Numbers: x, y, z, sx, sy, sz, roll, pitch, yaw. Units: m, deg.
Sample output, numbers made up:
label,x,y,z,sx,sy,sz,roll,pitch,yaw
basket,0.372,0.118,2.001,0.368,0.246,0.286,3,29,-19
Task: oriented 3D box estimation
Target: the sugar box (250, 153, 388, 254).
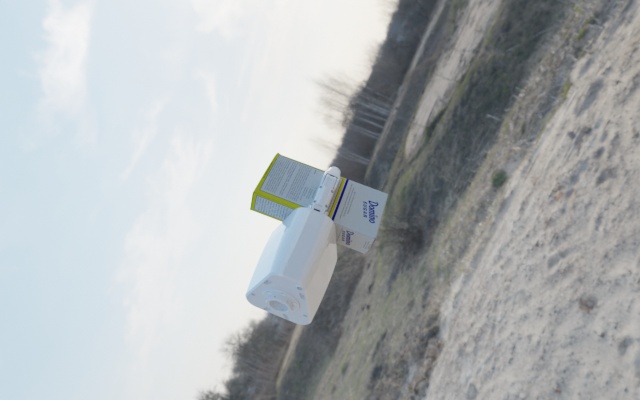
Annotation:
label,x,y,z,sx,sy,sz,roll,pitch,yaw
sugar box,0.000,0.003,0.676,0.176,0.093,0.048,23,-43,1
